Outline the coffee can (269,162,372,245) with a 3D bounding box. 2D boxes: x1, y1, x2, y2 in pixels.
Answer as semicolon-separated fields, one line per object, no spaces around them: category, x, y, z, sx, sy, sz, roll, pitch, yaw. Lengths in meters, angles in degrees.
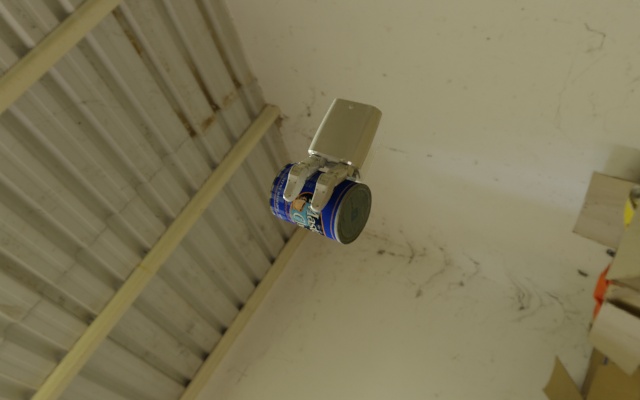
coffee can;0.000;0.003;0.801;0.140;0.103;0.103;20;10;31
